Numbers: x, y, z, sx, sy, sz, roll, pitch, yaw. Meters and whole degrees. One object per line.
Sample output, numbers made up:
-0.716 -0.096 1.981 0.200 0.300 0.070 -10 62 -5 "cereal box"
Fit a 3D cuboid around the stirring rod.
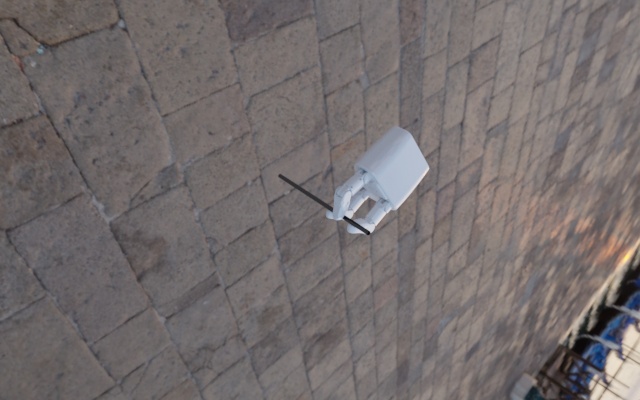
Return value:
0.000 0.003 0.868 0.011 0.011 0.239 0 26 -48 "stirring rod"
